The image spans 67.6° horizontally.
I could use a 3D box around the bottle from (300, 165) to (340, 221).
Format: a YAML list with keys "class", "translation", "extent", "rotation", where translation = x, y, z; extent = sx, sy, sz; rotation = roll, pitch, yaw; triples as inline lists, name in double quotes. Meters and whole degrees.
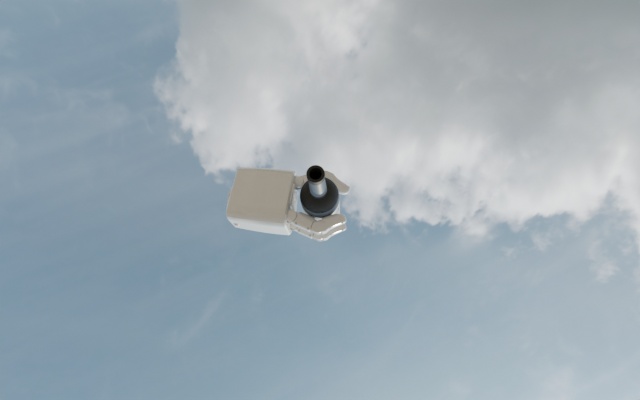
- class: "bottle"
  translation: [0.000, 0.003, 0.839]
  extent: [0.069, 0.069, 0.296]
  rotation: [0, -17, 3]
